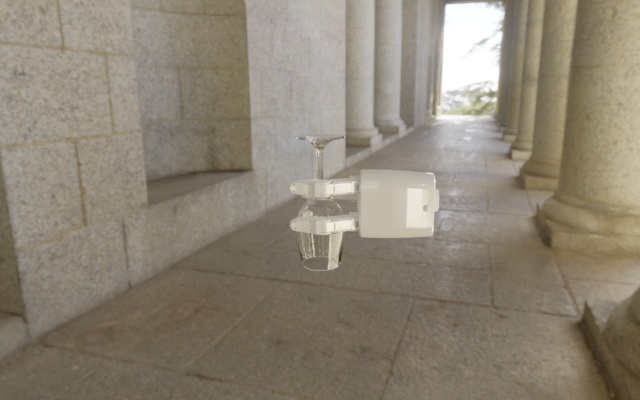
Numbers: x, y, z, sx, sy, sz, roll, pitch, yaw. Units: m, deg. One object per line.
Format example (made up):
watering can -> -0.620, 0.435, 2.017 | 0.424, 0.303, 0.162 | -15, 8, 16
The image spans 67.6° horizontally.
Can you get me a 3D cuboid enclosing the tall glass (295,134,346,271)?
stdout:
tall glass -> 0.000, 0.002, 0.727 | 0.079, 0.201, 0.079 | 0, 13, 0
